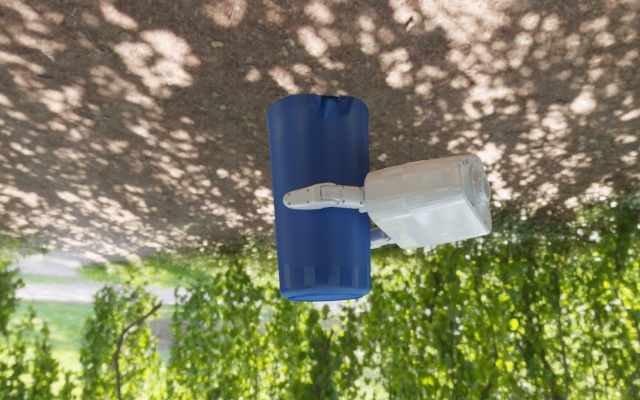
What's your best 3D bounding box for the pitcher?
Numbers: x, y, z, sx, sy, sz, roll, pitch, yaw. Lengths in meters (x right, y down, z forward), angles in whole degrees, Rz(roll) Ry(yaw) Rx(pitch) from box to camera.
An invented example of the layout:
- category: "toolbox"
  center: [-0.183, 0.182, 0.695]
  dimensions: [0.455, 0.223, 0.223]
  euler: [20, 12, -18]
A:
- category: "pitcher"
  center: [0.000, 0.002, 0.602]
  dimensions: [0.145, 0.242, 0.149]
  euler: [-12, -19, 31]
